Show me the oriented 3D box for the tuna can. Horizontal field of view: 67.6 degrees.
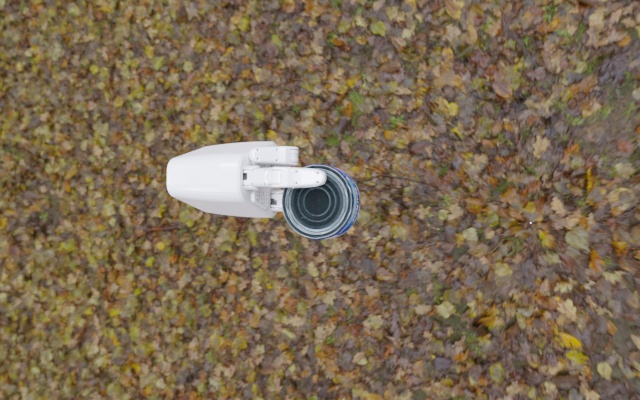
[{"bbox_3d":[0.000,0.002,0.541,0.086,0.086,0.034,0,-2,18],"label":"tuna can"}]
